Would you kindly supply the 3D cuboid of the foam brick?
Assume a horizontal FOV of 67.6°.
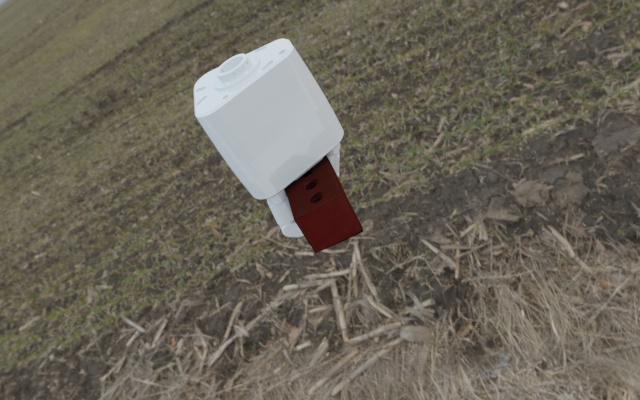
[{"bbox_3d":[0.000,0.002,0.470,0.053,0.051,0.078,-27,38,3],"label":"foam brick"}]
